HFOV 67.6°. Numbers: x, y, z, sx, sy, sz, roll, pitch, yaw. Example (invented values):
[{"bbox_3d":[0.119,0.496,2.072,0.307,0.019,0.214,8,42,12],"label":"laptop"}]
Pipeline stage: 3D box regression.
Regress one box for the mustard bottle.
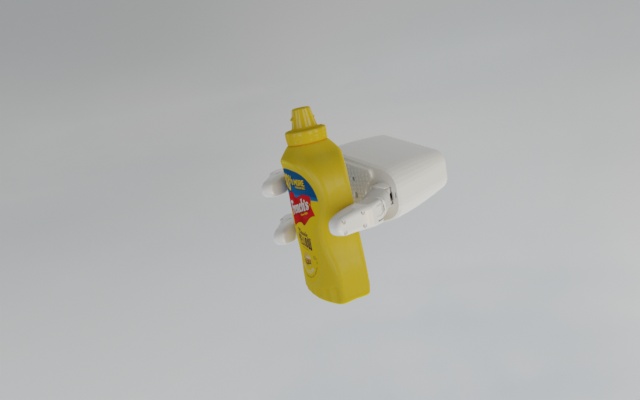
[{"bbox_3d":[0.000,0.002,0.482,0.058,0.192,0.096,-16,15,-19],"label":"mustard bottle"}]
